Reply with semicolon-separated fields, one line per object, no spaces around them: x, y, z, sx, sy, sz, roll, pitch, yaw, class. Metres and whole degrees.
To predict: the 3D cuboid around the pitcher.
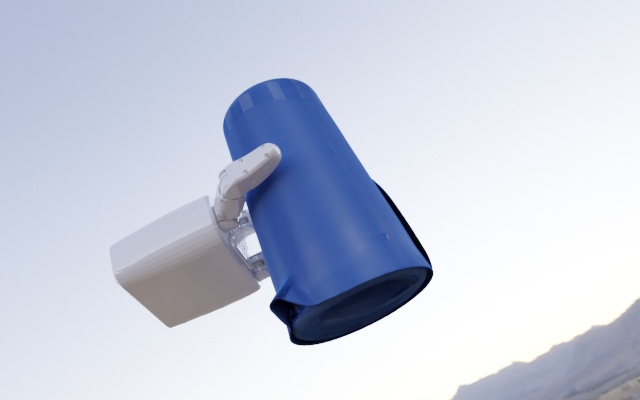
0.000;0.002;0.461;0.145;0.242;0.149;-26;-28;1;pitcher
